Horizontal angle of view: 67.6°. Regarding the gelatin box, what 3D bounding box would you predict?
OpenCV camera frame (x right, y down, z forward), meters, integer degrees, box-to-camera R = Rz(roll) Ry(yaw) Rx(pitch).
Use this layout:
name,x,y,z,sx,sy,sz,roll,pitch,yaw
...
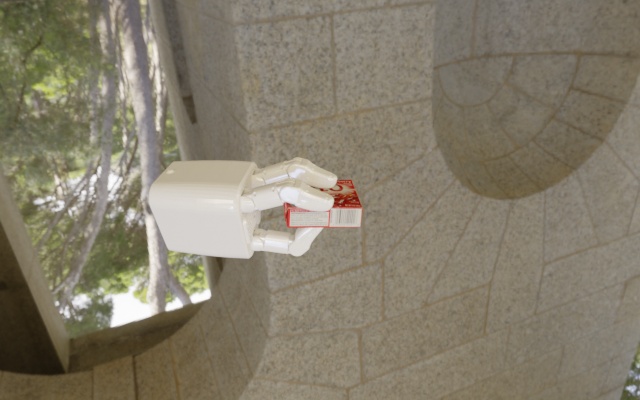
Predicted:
name,x,y,z,sx,sy,sz,roll,pitch,yaw
gelatin box,0.000,0.002,0.573,0.089,0.030,0.073,0,28,-8
